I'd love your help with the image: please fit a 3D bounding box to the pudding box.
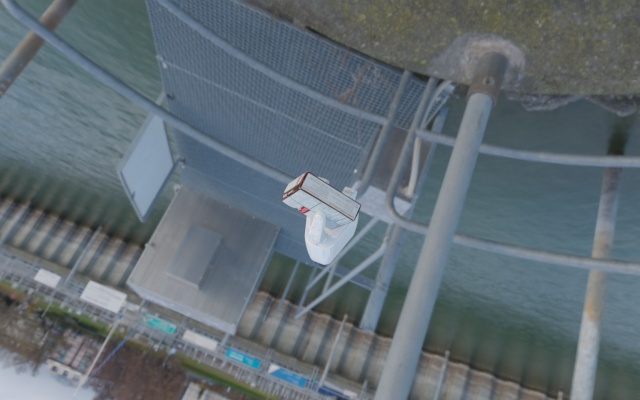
[{"bbox_3d":[0.000,0.003,0.815,0.113,0.039,0.090,30,-24,-16],"label":"pudding box"}]
